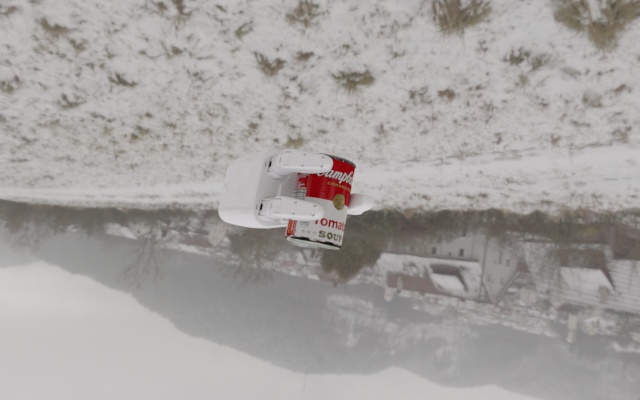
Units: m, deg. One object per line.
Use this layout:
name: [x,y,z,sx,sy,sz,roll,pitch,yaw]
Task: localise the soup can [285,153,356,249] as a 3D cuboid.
soup can: [0.000,0.002,0.566,0.068,0.102,0.068,11,-9,2]
